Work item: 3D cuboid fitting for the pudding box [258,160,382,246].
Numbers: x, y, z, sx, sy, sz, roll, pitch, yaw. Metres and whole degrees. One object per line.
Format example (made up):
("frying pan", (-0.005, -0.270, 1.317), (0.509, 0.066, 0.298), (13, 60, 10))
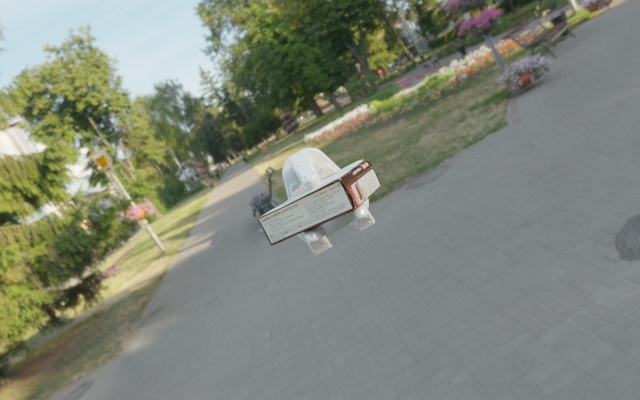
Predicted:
("pudding box", (0.000, 0.002, 0.520), (0.113, 0.039, 0.090), (-27, 6, 29))
